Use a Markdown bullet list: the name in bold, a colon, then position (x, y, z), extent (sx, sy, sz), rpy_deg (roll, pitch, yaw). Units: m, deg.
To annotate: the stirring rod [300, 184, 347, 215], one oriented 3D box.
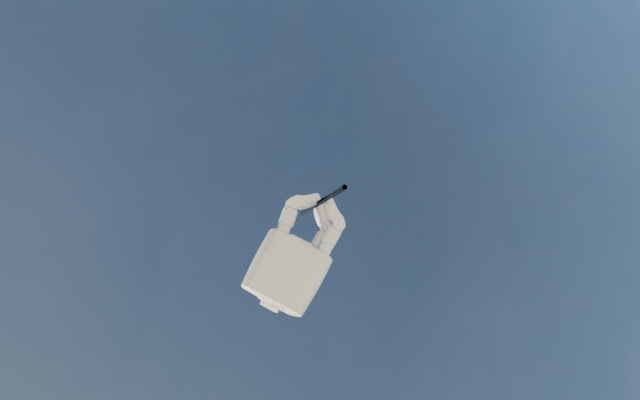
- **stirring rod**: position (0.000, 0.003, 0.800), extent (0.011, 0.011, 0.239), rpy_deg (0, -10, -17)
